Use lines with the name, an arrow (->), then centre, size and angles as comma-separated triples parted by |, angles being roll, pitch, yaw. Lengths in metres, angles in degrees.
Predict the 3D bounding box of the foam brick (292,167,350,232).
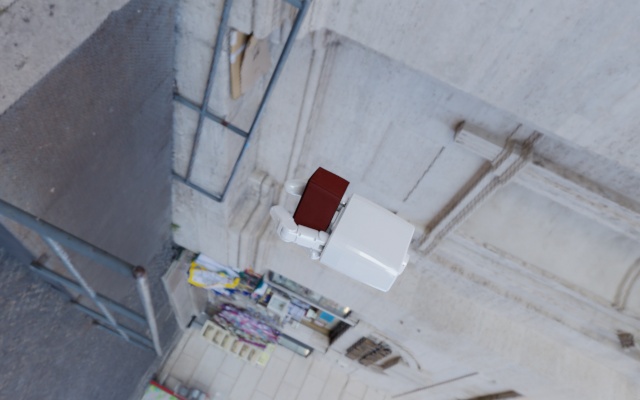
foam brick -> 0.000, 0.002, 0.674 | 0.051, 0.078, 0.053 | 27, 33, 5
